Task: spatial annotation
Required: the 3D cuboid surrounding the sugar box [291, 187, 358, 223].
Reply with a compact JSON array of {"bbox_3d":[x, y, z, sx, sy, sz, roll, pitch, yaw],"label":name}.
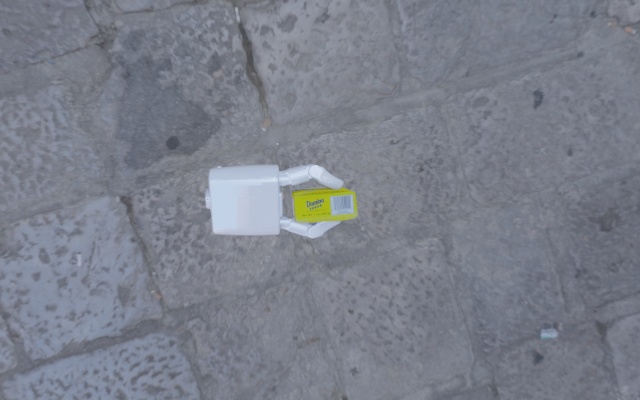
[{"bbox_3d":[0.000,0.002,0.775,0.093,0.048,0.176,-4,7,-5],"label":"sugar box"}]
